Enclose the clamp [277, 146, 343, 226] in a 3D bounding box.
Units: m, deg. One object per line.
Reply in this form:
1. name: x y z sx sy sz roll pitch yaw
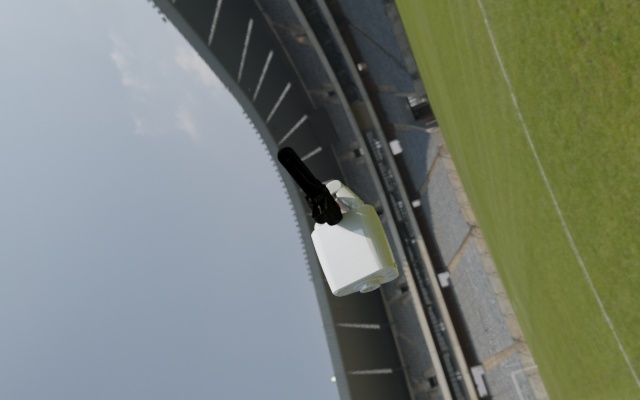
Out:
1. clamp: 0.000 0.003 0.681 0.039 0.120 0.171 -29 -29 11
